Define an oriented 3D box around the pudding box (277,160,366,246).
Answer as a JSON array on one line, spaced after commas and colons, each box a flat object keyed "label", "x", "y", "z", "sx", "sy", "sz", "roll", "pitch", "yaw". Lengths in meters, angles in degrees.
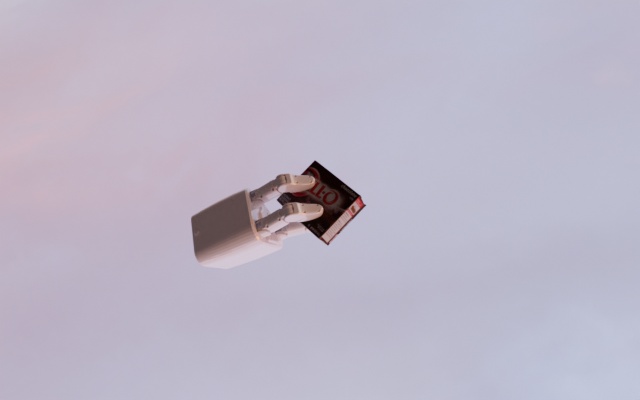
[{"label": "pudding box", "x": 0.000, "y": 0.003, "z": 0.738, "sx": 0.113, "sy": 0.090, "sz": 0.039, "roll": 40, "pitch": -5, "yaw": 33}]
